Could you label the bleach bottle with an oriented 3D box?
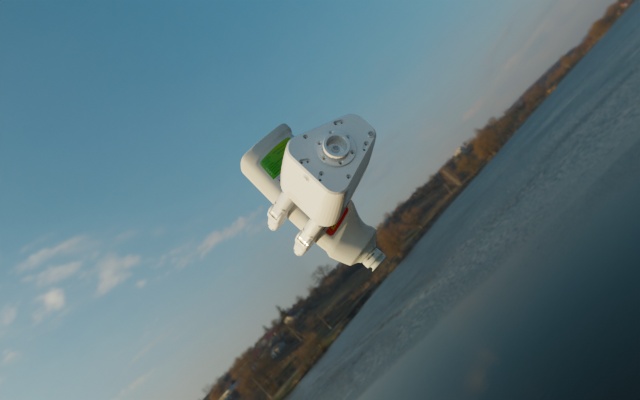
[{"bbox_3d":[0.000,0.002,0.712,0.102,0.251,0.068,-43,-12,-20],"label":"bleach bottle"}]
